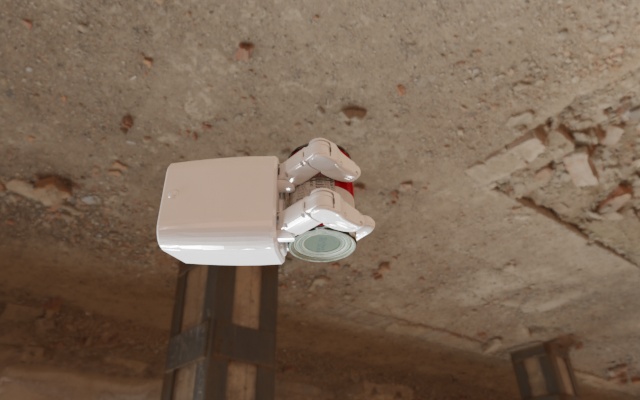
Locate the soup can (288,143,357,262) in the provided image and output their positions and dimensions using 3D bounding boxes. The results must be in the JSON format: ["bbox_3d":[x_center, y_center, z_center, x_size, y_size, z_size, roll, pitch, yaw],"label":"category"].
[{"bbox_3d":[0.001,0.002,0.478,0.068,0.102,0.068,-1,-33,-1],"label":"soup can"}]
